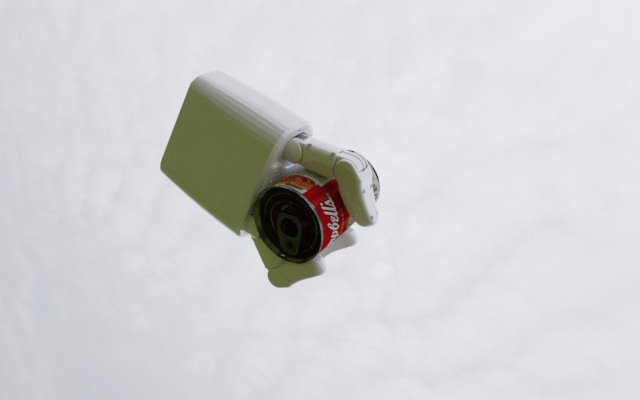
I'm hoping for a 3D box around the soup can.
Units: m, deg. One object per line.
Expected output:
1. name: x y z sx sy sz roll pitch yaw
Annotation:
1. soup can: 0.001 0.001 0.416 0.068 0.068 0.102 0 22 36
